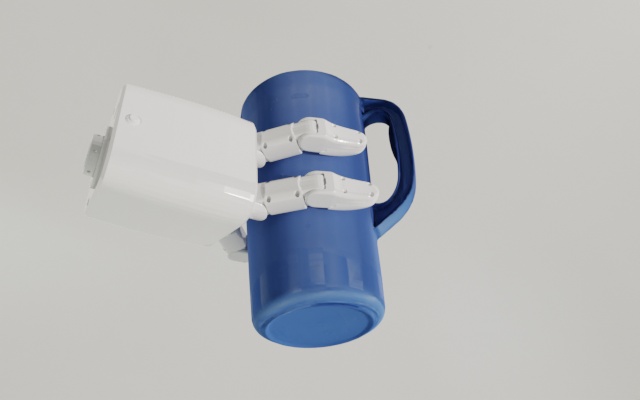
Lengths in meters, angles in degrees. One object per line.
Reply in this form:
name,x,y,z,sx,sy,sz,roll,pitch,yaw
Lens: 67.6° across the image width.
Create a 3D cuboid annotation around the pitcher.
pitcher,0.000,0.001,0.446,0.145,0.242,0.149,16,-42,-28
